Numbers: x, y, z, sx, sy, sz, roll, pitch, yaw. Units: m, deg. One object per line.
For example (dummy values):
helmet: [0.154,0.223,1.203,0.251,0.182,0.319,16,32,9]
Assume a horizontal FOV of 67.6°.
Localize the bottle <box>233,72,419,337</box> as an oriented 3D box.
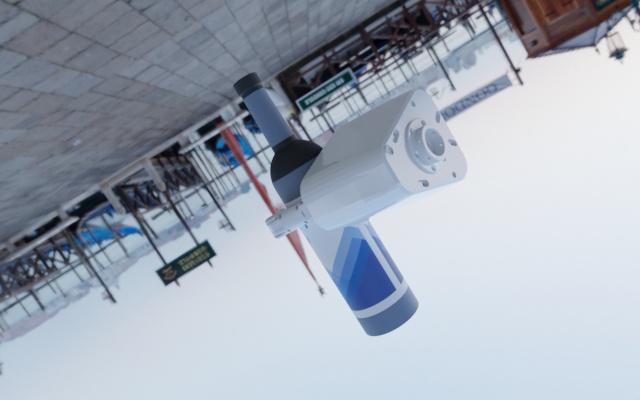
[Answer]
bottle: [0.000,0.002,0.499,0.069,0.296,0.069,-31,6,4]
